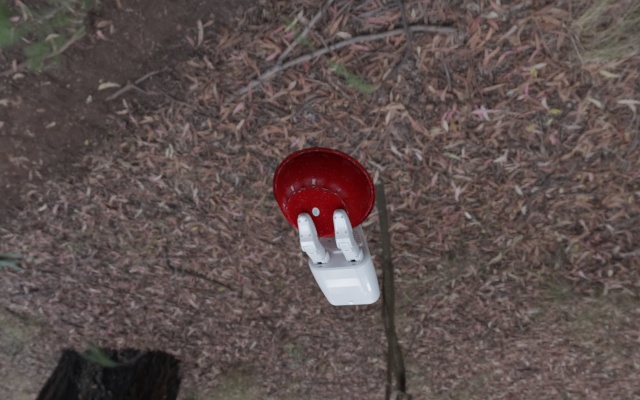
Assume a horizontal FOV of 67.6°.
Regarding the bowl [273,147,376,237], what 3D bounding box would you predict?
[{"bbox_3d":[-0.001,0.002,0.717,0.162,0.162,0.055,0,36,13],"label":"bowl"}]
